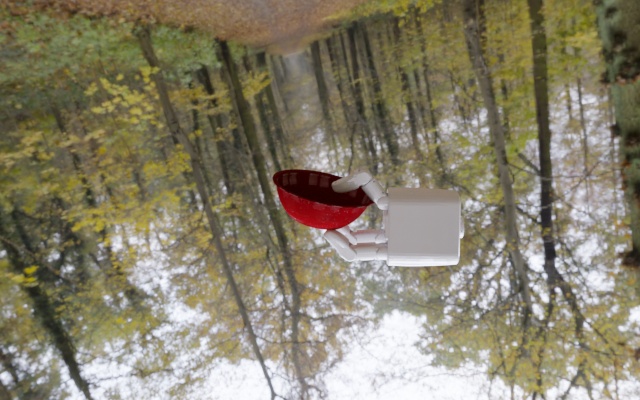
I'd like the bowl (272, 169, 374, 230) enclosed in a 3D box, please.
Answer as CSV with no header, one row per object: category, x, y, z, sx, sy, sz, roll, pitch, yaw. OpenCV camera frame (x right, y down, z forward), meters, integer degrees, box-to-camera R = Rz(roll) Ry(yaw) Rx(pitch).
bowl,-0.001,0.002,0.743,0.162,0.055,0.162,12,19,-4
